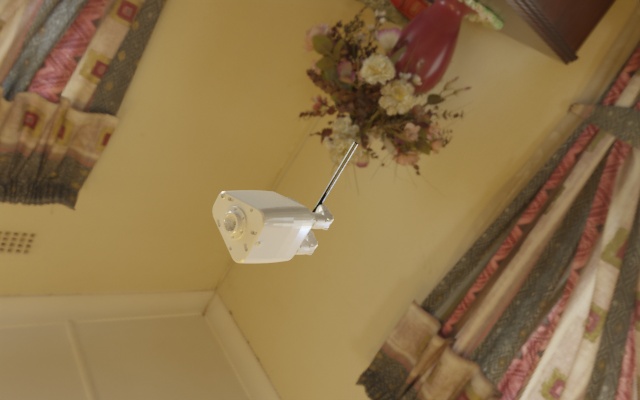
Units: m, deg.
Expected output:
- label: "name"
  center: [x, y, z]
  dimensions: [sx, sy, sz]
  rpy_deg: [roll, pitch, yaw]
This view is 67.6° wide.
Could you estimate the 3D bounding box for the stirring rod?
- label: "stirring rod"
  center: [0.000, 0.003, 0.823]
  dimensions: [0.011, 0.239, 0.011]
  rpy_deg: [27, 21, -11]
